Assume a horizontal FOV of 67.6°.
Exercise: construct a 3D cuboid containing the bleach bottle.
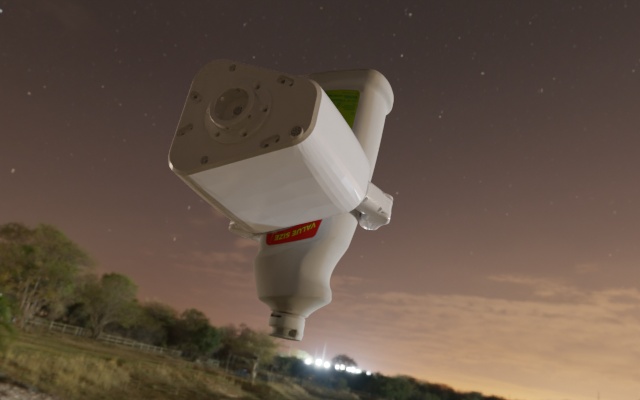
[{"bbox_3d":[0.000,0.001,0.444,0.102,0.250,0.068,2,-22,24],"label":"bleach bottle"}]
